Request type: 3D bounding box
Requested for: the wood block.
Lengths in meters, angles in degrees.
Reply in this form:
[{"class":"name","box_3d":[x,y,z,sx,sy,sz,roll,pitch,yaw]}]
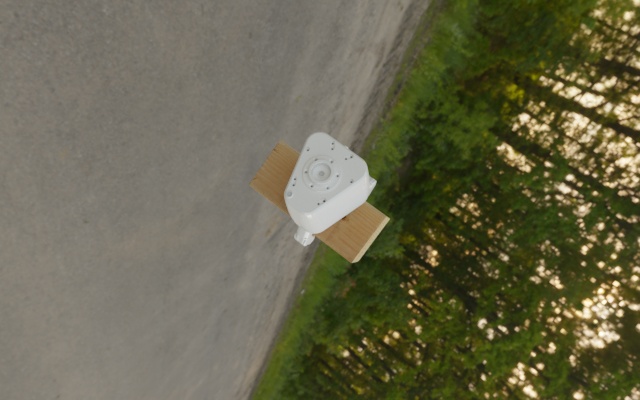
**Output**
[{"class":"wood block","box_3d":[0.000,0.003,0.777,0.206,0.091,0.090,37,3,12]}]
